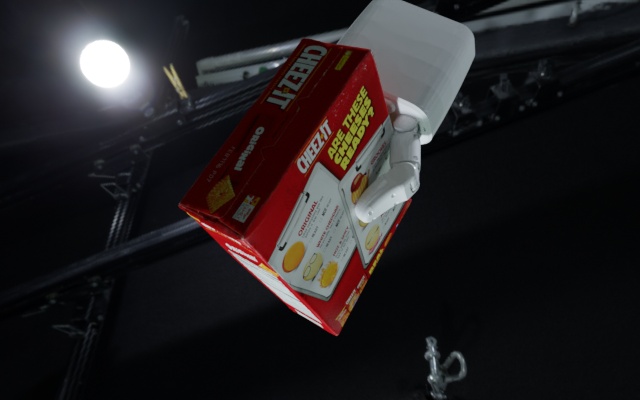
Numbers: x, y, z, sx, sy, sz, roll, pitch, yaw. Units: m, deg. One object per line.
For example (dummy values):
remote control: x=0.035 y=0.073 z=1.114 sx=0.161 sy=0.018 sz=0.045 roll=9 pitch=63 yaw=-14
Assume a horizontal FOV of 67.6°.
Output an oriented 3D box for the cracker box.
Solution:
cracker box: x=0.000 y=0.001 z=0.409 sx=0.072 sy=0.164 sz=0.214 roll=21 pitch=-21 yaw=30
